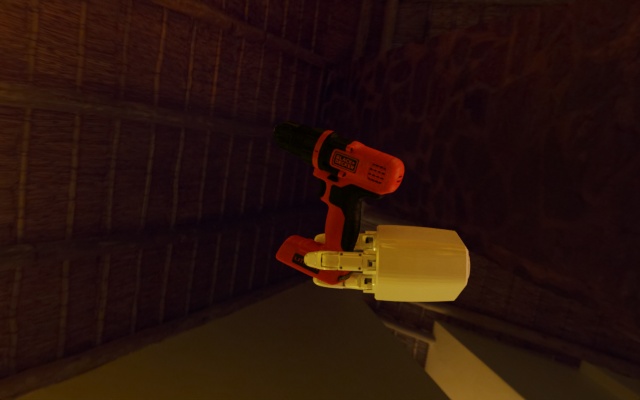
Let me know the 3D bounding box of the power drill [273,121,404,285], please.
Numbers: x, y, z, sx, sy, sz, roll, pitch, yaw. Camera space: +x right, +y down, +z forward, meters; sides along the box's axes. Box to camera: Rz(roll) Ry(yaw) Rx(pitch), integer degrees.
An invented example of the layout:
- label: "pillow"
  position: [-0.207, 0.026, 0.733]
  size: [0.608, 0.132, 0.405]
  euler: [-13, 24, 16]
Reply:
- label: "power drill"
  position: [0.000, 0.003, 0.631]
  size: [0.184, 0.188, 0.057]
  euler: [24, 20, 23]
